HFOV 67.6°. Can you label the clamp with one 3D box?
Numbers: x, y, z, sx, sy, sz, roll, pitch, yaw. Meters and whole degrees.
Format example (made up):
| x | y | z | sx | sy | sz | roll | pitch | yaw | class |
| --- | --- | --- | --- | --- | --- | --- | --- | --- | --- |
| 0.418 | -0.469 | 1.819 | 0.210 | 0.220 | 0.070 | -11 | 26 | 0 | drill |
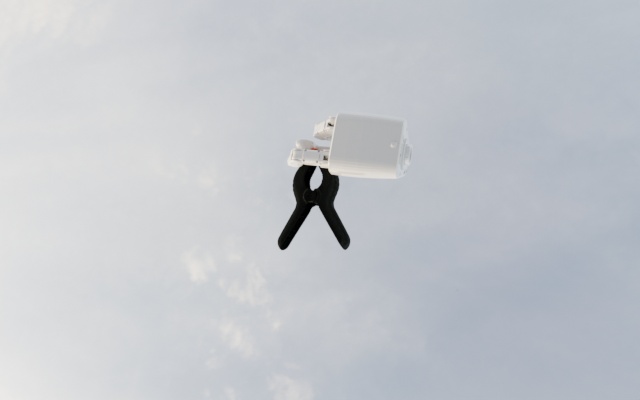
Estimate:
| x | y | z | sx | sy | sz | roll | pitch | yaw | class |
| --- | --- | --- | --- | --- | --- | --- | --- | --- | --- |
| 0.000 | 0.002 | 0.762 | 0.120 | 0.171 | 0.039 | 8 | -8 | 17 | clamp |
